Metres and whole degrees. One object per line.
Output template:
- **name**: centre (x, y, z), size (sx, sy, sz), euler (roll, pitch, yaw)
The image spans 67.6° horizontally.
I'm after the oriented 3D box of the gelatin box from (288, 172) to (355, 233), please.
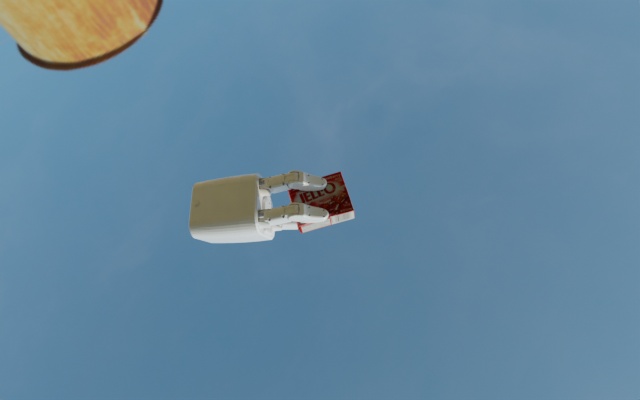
- **gelatin box**: centre (0.000, 0.003, 0.734), size (0.089, 0.073, 0.030), euler (-16, -29, -3)
